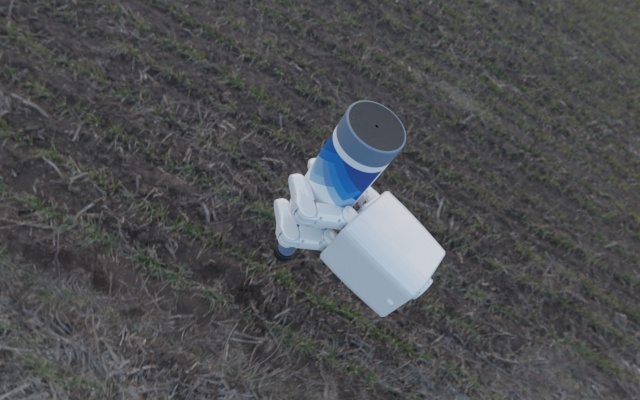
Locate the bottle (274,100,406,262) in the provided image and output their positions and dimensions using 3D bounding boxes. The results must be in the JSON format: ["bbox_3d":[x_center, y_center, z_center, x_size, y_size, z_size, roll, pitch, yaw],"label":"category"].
[{"bbox_3d":[0.000,0.002,0.582,0.069,0.069,0.296,0,-31,-26],"label":"bottle"}]
